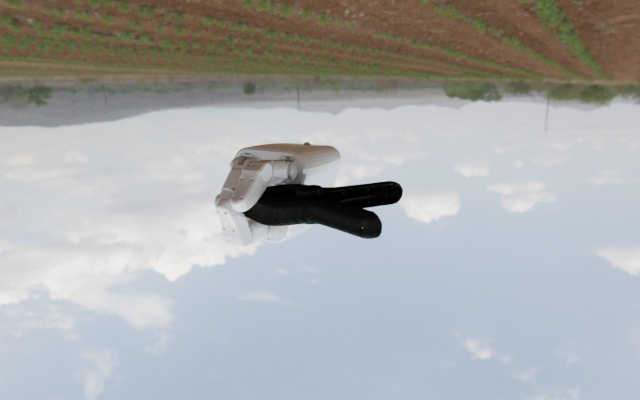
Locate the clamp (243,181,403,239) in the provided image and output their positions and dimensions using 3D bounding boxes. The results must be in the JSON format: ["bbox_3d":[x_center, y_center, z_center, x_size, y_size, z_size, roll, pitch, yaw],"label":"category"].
[{"bbox_3d":[0.000,0.002,0.489,0.171,0.039,0.120,7,15,27],"label":"clamp"}]
